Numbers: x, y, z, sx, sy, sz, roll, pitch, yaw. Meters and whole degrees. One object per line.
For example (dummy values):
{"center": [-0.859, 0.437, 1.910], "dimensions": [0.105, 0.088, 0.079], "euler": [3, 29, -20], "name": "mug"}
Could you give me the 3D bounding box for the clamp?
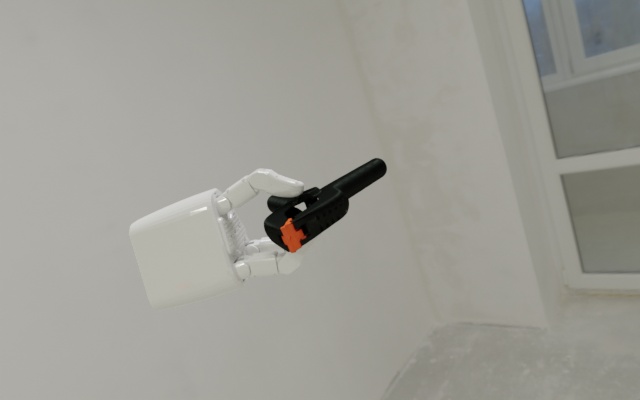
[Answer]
{"center": [0.000, 0.001, 0.534], "dimensions": [0.164, 0.036, 0.210], "euler": [-21, 11, 9], "name": "clamp"}
